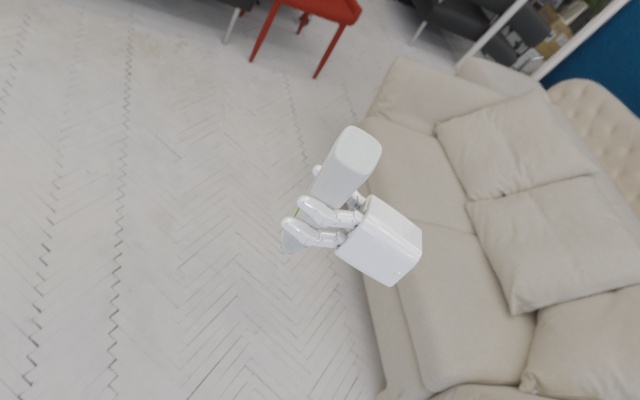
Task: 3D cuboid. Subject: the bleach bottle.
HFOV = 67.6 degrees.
[{"bbox_3d":[0.000,0.003,0.763,0.068,0.251,0.102,33,42,-3],"label":"bleach bottle"}]
